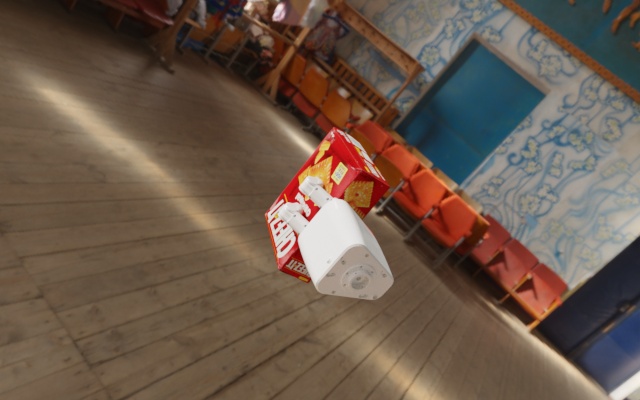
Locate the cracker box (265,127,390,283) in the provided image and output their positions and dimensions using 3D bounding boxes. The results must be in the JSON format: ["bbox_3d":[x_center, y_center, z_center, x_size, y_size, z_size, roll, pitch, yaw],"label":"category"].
[{"bbox_3d":[0.000,0.003,0.799,0.072,0.214,0.164,29,21,-29],"label":"cracker box"}]
